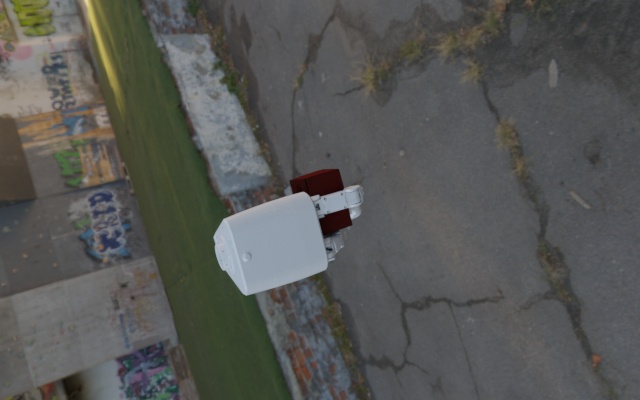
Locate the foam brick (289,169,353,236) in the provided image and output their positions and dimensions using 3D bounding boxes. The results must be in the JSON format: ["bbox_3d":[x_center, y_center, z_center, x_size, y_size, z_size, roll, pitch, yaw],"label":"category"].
[{"bbox_3d":[0.000,0.002,0.617,0.051,0.078,0.053,-17,7,-23],"label":"foam brick"}]
